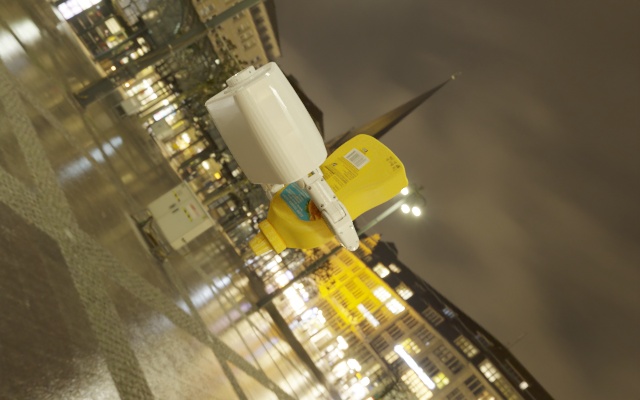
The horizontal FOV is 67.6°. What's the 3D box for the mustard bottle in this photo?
[{"bbox_3d":[0.000,0.002,0.556,0.191,0.058,0.096,-35,46,-9],"label":"mustard bottle"}]
